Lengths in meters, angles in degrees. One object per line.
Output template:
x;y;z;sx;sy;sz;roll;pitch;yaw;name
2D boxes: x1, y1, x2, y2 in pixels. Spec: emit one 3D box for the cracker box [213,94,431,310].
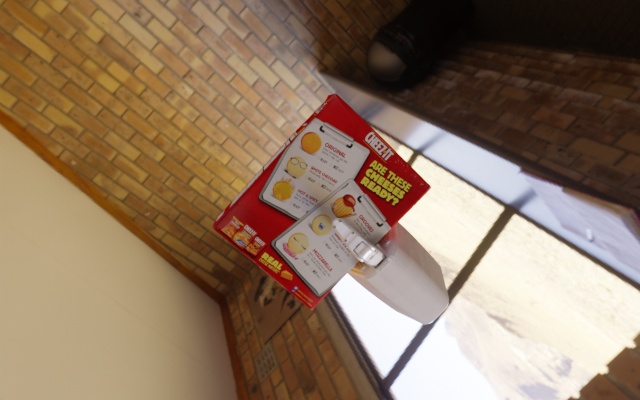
0.000;0.002;0.594;0.164;0.214;0.072;42;5;-14;cracker box
